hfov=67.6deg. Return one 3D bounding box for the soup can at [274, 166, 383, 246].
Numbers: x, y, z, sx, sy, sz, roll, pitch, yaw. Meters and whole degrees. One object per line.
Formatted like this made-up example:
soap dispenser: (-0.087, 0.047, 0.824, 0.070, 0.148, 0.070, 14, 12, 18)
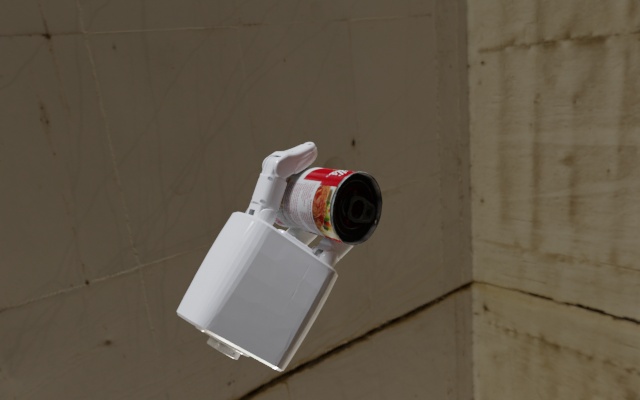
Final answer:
soup can: (0.000, 0.001, 0.469, 0.068, 0.068, 0.102, 0, 7, -44)
